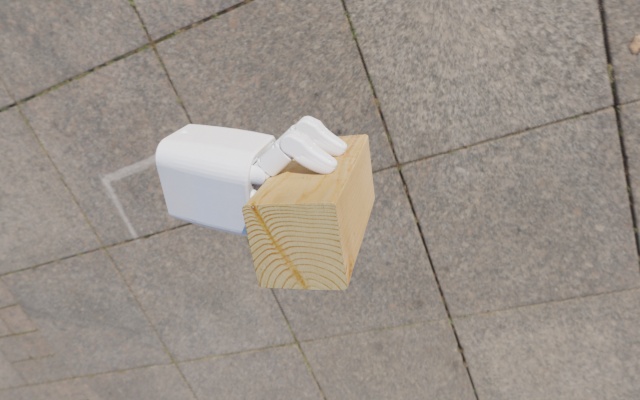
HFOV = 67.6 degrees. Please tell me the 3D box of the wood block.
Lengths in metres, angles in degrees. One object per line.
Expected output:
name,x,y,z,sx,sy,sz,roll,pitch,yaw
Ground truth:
wood block,0.000,0.002,0.523,0.090,0.091,0.206,-2,24,15
